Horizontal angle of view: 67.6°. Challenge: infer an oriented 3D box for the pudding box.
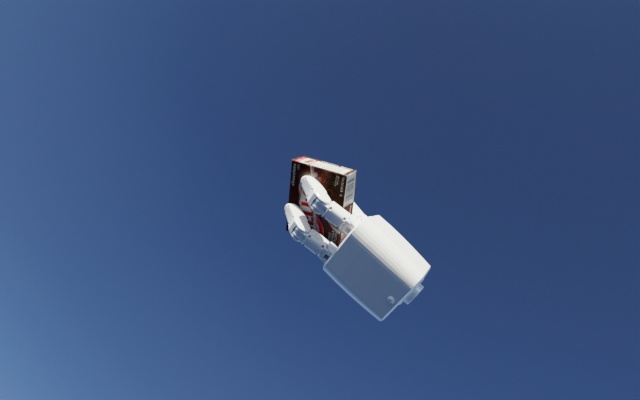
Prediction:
[{"bbox_3d":[0.000,0.002,0.675,0.090,0.113,0.039,17,22,27],"label":"pudding box"}]
